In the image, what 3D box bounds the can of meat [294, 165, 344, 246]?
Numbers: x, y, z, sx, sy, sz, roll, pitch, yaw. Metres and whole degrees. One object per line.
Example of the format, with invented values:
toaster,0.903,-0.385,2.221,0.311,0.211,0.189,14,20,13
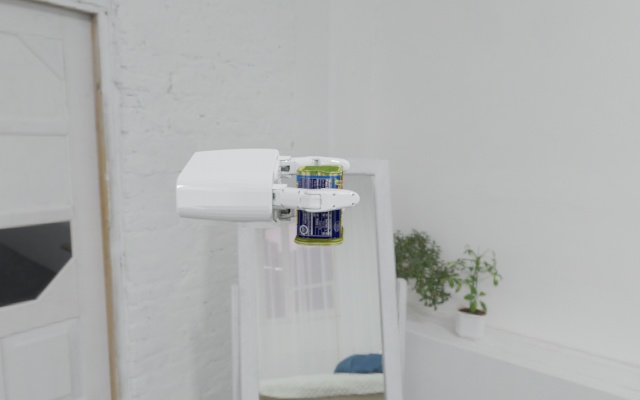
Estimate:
can of meat,0.000,0.002,0.571,0.057,0.084,0.102,1,8,3
